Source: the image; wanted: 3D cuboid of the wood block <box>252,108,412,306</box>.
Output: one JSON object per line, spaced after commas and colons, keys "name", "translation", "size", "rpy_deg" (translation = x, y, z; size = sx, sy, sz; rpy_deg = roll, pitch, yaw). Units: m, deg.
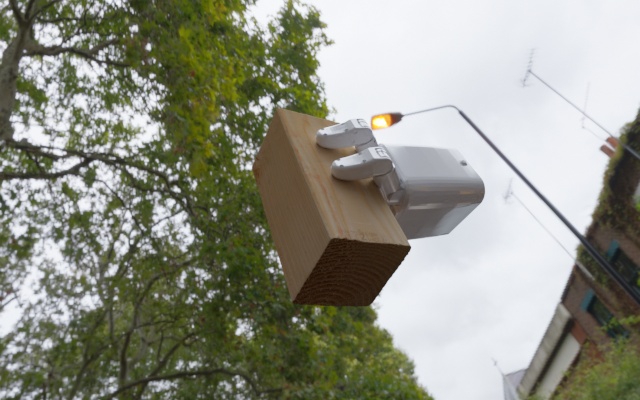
{"name": "wood block", "translation": [0.000, 0.002, 0.508], "size": [0.090, 0.091, 0.206], "rpy_deg": [8, 37, -28]}
